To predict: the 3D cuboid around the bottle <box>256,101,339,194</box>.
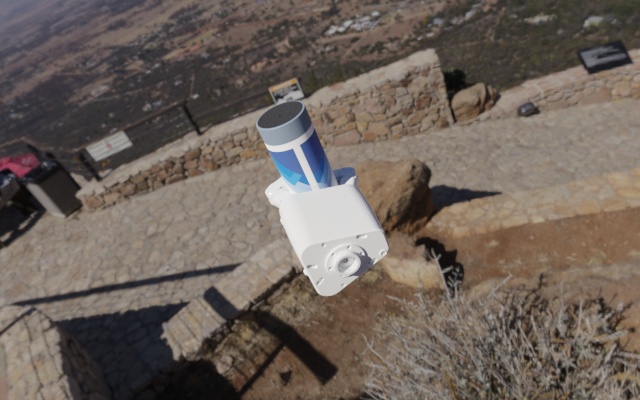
[{"bbox_3d":[0.000,0.002,0.682,0.069,0.296,0.069,-16,36,12],"label":"bottle"}]
